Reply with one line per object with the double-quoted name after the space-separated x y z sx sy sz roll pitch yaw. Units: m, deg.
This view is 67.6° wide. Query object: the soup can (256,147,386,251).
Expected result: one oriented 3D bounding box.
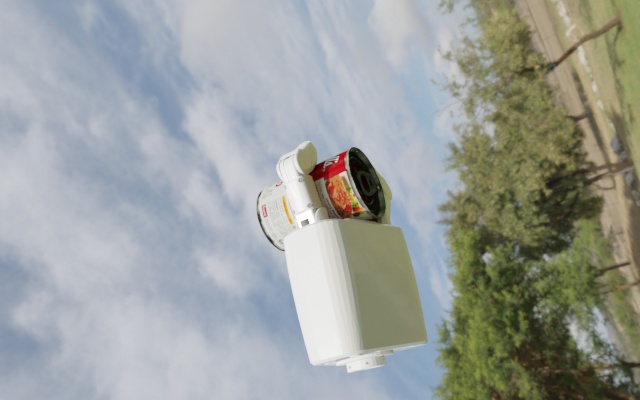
0.000 0.001 0.445 0.102 0.068 0.068 -23 -10 25 "soup can"
